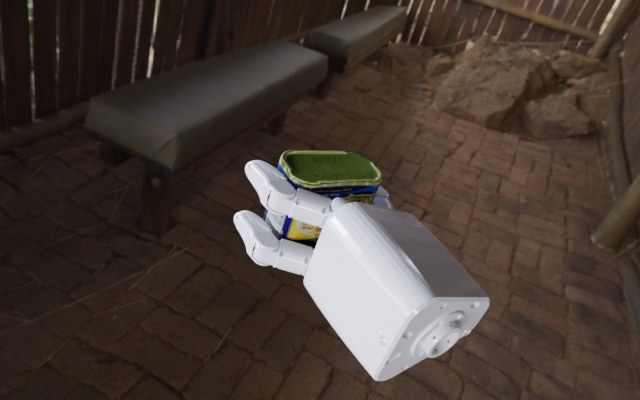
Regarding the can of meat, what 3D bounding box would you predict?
[{"bbox_3d":[0.000,0.001,0.449,0.102,0.084,0.057,-4,40,-31],"label":"can of meat"}]
